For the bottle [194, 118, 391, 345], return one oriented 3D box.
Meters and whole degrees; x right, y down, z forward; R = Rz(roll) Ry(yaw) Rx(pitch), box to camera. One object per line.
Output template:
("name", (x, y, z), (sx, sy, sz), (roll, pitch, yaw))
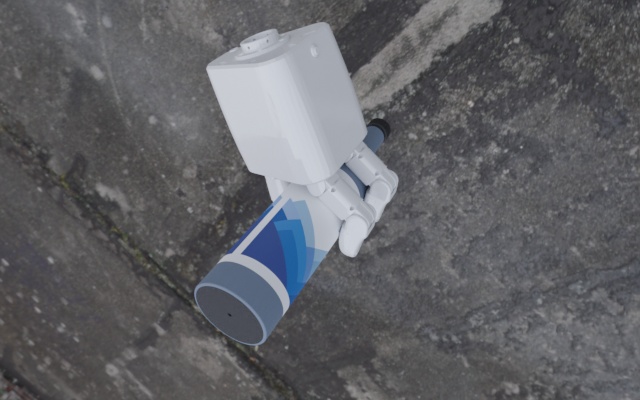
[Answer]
("bottle", (0.000, 0.002, 0.458), (0.069, 0.069, 0.295), (0, 36, 35))
